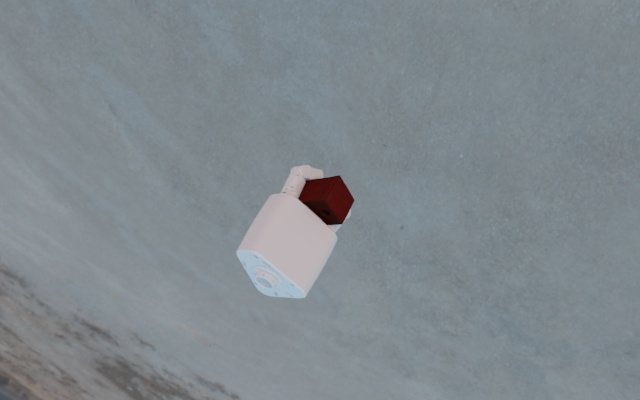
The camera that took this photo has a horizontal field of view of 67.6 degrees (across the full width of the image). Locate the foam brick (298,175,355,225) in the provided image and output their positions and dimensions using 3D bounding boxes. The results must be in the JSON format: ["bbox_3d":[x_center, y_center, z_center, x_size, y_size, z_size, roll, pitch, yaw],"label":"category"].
[{"bbox_3d":[0.000,0.002,0.704,0.078,0.051,0.053,-6,-49,39],"label":"foam brick"}]
